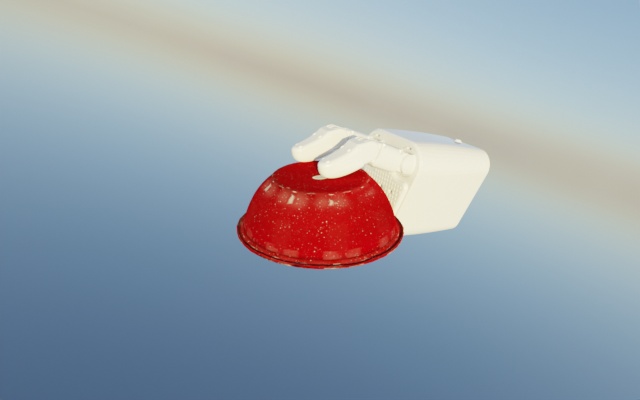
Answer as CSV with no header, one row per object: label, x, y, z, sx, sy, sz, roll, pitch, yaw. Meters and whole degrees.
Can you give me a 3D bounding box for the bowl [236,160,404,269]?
bowl,-0.001,0.001,0.454,0.162,0.055,0.162,1,23,0
